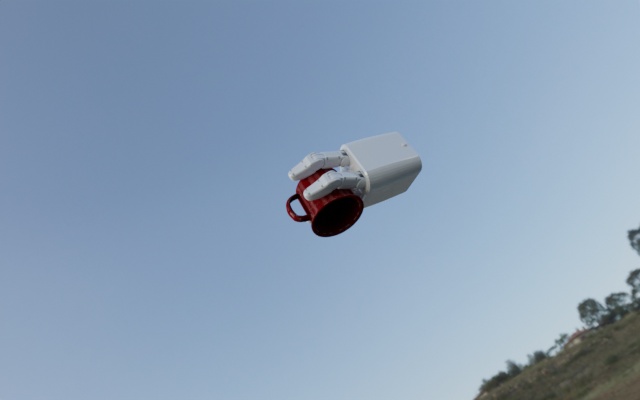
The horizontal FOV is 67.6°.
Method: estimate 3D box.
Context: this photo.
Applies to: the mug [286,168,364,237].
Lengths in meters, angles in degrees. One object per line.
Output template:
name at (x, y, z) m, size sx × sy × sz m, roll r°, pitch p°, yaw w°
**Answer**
mug at (-0.001, 0.003, 0.773) m, size 0.117 × 0.093 × 0.081 m, roll -17°, pitch 50°, yaw -19°
